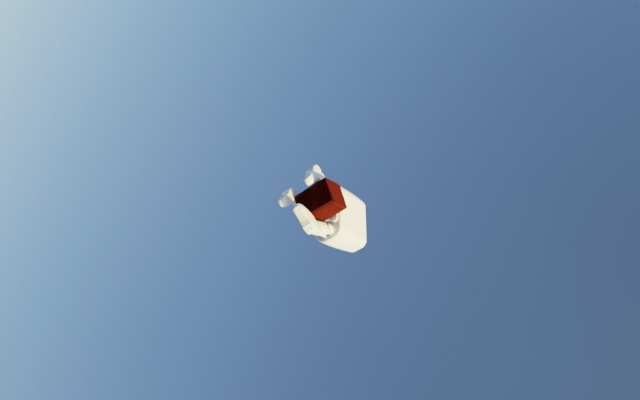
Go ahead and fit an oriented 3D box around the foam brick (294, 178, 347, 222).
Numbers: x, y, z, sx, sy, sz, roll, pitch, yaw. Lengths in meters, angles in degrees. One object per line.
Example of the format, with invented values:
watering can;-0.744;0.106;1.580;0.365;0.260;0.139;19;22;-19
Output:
foam brick;0.000;0.003;0.884;0.078;0.053;0.051;-31;-30;25
